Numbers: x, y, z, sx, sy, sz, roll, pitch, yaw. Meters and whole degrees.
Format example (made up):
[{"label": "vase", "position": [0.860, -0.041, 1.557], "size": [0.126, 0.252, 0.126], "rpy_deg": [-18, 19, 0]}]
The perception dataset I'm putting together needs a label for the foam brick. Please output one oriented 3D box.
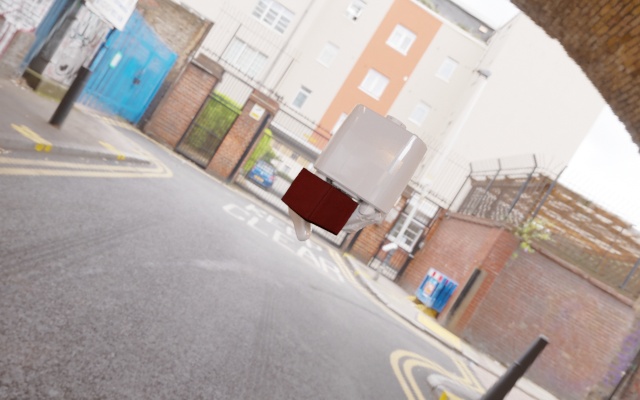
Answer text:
[{"label": "foam brick", "position": [0.000, 0.002, 0.594], "size": [0.053, 0.051, 0.078], "rpy_deg": [37, 4, 34]}]
